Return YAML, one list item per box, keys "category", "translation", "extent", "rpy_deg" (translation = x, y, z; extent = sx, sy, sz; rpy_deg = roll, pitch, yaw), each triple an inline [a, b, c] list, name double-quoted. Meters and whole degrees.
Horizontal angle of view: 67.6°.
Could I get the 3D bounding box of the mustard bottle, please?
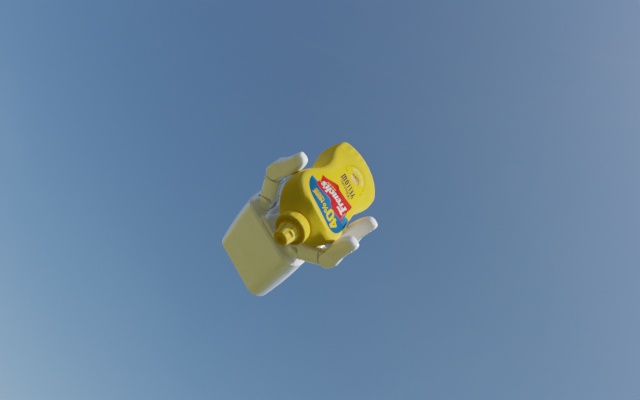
- category: "mustard bottle"
  translation: [0.000, 0.002, 0.601]
  extent: [0.058, 0.096, 0.191]
  rpy_deg: [-16, 17, 37]
